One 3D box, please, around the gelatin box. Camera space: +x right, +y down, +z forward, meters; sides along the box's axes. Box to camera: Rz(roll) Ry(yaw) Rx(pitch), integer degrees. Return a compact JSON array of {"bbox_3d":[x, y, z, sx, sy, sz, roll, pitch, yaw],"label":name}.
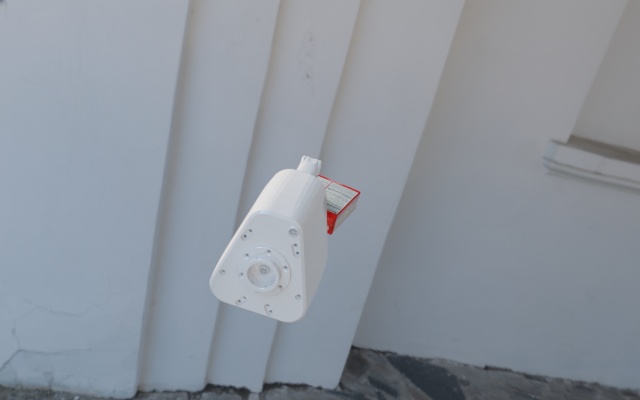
[{"bbox_3d":[0.000,0.001,0.591,0.073,0.030,0.089,22,29,15],"label":"gelatin box"}]
